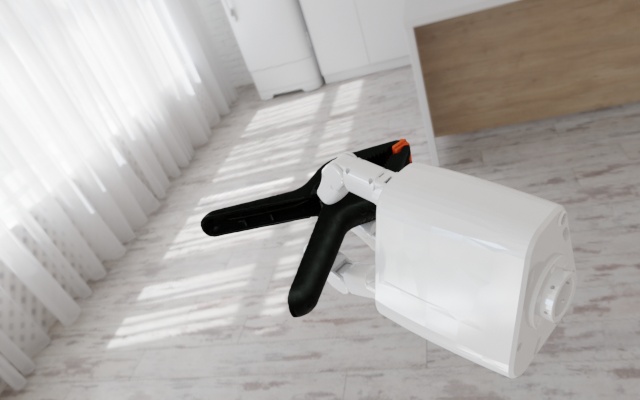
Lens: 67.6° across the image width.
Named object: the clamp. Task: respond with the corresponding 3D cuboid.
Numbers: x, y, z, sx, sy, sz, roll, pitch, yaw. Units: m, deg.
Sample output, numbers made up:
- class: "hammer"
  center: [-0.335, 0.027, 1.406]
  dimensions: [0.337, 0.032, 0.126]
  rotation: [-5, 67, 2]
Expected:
- class: "clamp"
  center: [0.000, 0.001, 0.441]
  dimensions: [0.210, 0.036, 0.164]
  rotation: [-39, 42, -28]
